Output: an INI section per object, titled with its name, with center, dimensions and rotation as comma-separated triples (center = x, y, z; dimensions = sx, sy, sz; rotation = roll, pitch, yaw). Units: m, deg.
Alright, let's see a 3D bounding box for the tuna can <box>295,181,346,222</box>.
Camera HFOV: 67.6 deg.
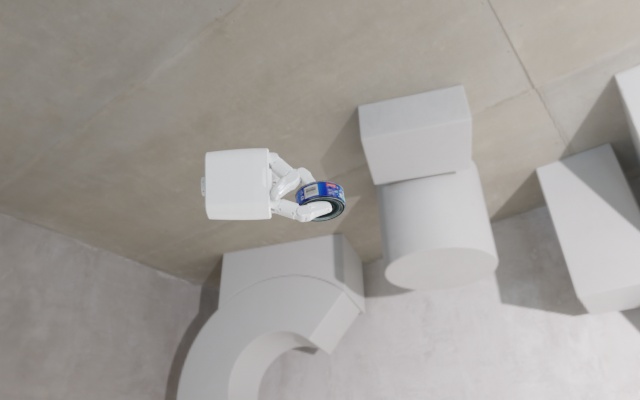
[tuna can]
center = 0.000, 0.003, 0.830
dimensions = 0.086, 0.033, 0.086
rotation = -6, -31, -4
